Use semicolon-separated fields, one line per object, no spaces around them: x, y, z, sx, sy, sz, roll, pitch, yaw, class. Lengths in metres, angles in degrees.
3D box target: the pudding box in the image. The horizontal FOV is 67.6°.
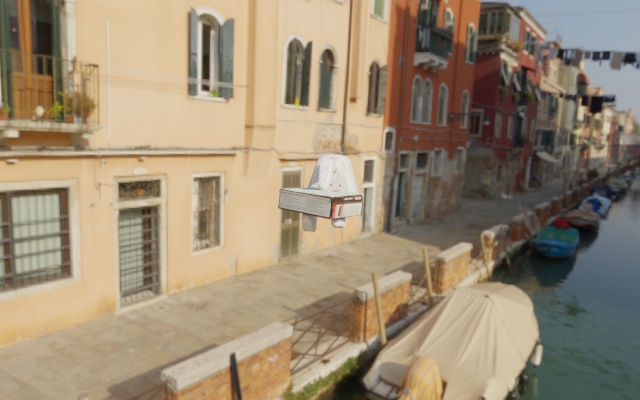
0.000;0.002;0.791;0.113;0.039;0.090;8;9;37;pudding box
